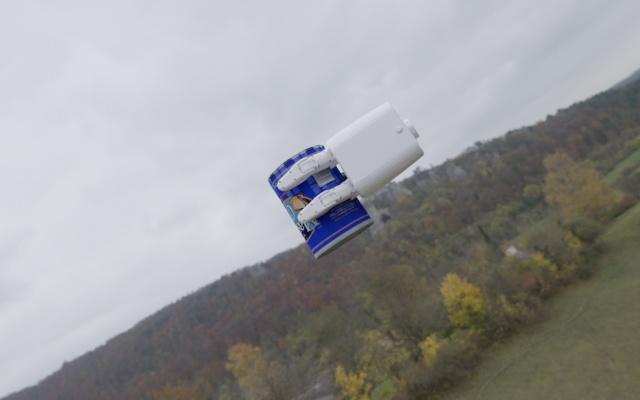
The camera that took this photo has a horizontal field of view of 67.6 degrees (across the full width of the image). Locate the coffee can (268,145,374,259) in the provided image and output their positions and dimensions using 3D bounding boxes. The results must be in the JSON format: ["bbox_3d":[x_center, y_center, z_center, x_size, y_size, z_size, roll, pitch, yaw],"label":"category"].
[{"bbox_3d":[0.000,0.003,0.721,0.103,0.140,0.103,-32,-9,-6],"label":"coffee can"}]
